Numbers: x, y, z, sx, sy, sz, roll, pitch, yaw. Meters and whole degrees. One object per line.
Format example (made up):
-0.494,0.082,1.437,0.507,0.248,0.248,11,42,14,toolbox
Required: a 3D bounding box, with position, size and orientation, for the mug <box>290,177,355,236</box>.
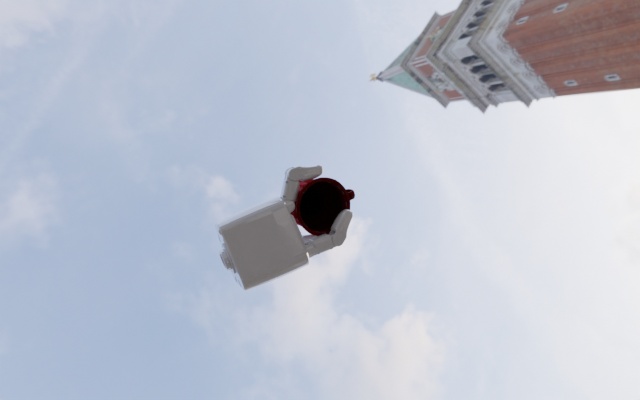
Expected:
0.001,0.002,0.784,0.117,0.093,0.081,-21,13,-20,mug
